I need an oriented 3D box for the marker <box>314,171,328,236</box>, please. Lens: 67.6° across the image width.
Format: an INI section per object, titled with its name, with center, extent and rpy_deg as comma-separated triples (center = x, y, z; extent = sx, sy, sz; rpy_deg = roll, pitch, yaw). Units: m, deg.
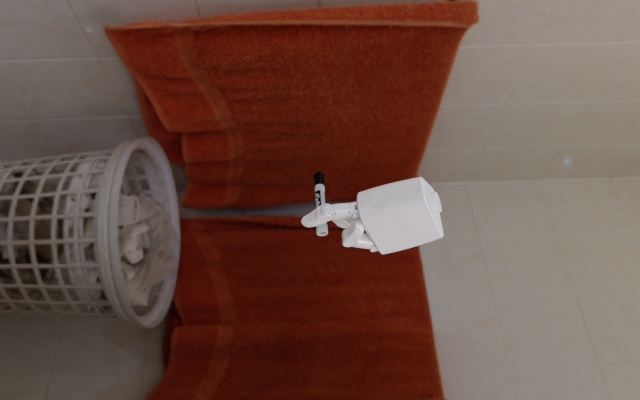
[marker]
center = 0.000, 0.003, 0.809
extent = 0.020, 0.121, 0.020
rpy_deg = -2, -31, -1
